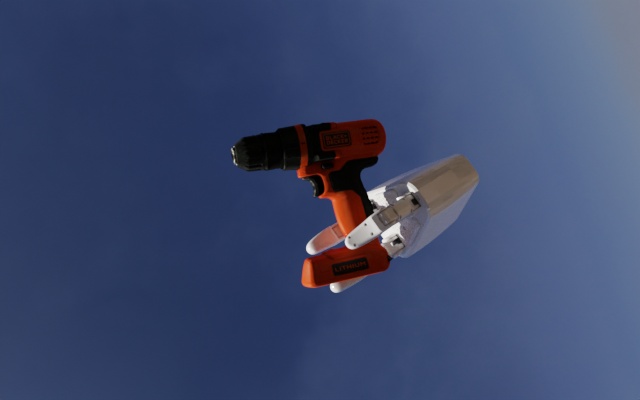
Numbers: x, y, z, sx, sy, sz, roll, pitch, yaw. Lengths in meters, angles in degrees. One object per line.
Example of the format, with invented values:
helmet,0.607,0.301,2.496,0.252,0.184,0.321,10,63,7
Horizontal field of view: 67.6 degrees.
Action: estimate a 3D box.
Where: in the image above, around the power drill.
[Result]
power drill,0.000,0.002,0.558,0.184,0.187,0.057,-10,0,-12
